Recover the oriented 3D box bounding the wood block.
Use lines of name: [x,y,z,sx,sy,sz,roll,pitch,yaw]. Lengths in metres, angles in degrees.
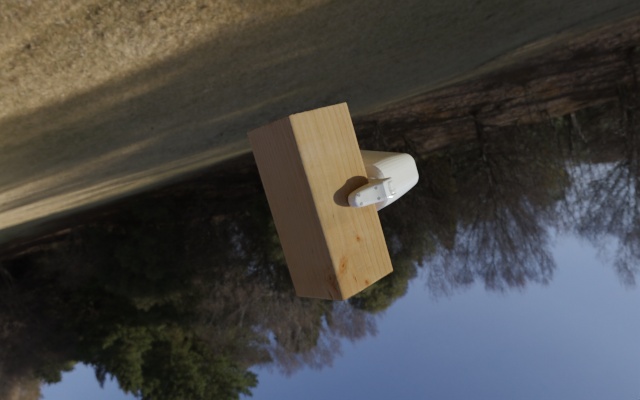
wood block: [0.001,0.002,0.561,0.090,0.206,0.091,-22,8,-39]
